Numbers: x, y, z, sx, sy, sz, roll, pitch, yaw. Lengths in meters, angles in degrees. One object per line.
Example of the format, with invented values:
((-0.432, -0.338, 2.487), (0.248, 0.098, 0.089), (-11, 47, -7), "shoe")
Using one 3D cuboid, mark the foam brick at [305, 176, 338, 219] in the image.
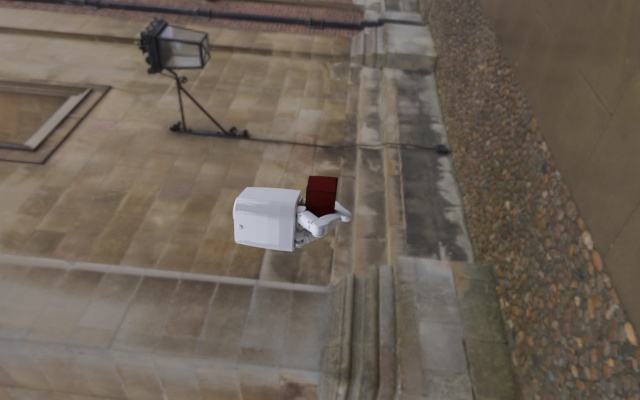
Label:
((0.000, 0.002, 0.831), (0.051, 0.078, 0.053), (7, 32, 3), "foam brick")
